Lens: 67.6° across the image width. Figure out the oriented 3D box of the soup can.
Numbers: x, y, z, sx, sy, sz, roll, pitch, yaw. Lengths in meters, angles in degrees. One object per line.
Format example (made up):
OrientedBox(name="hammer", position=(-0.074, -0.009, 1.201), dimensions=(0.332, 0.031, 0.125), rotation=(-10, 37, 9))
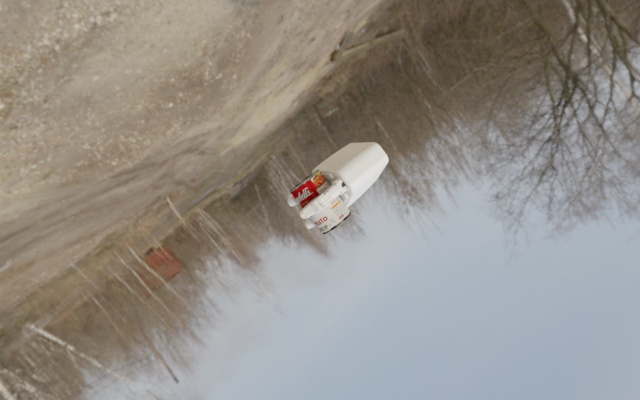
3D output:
OrientedBox(name="soup can", position=(0.000, 0.003, 0.884), dimensions=(0.068, 0.102, 0.068), rotation=(-37, 6, 4))
